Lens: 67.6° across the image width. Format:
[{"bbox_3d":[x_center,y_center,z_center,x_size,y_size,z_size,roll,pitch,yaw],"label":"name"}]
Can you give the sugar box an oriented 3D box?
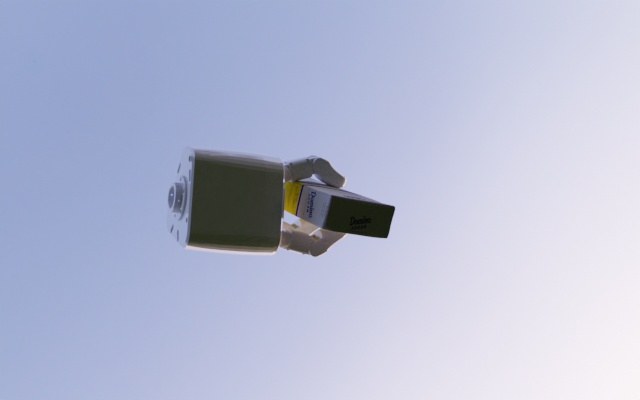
[{"bbox_3d":[0.000,0.002,0.593,0.093,0.048,0.176,10,9,-32],"label":"sugar box"}]
